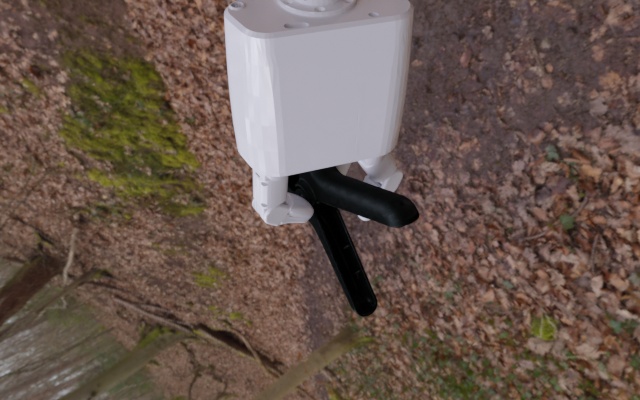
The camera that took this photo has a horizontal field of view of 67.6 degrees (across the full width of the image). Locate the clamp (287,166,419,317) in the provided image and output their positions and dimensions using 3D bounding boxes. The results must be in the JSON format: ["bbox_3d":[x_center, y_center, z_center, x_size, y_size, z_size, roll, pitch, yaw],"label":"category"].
[{"bbox_3d":[-0.001,0.001,0.439,0.036,0.165,0.210,-25,53,-25],"label":"clamp"}]
